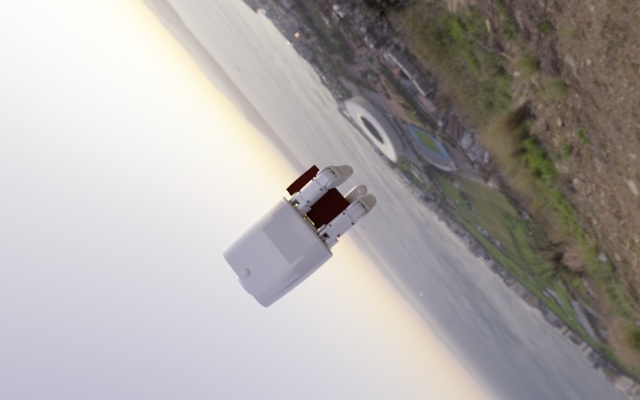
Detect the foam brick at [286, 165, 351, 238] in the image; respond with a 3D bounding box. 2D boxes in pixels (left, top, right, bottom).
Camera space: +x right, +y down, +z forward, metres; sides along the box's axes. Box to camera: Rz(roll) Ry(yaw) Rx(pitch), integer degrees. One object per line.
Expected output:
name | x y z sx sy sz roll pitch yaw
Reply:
foam brick | 0.000 0.002 0.627 0.051 0.078 0.053 -40 -16 -3
